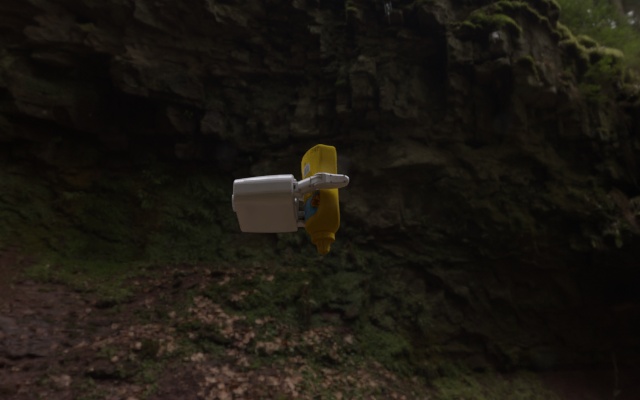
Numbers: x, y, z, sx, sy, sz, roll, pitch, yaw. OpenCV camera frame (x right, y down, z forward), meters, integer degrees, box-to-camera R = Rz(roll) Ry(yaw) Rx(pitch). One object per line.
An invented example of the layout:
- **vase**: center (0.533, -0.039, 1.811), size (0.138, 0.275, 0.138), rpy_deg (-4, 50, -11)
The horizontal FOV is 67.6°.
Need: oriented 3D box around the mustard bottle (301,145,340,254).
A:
- **mustard bottle**: center (0.000, 0.003, 0.859), size (0.058, 0.191, 0.096), rpy_deg (8, -26, -22)
